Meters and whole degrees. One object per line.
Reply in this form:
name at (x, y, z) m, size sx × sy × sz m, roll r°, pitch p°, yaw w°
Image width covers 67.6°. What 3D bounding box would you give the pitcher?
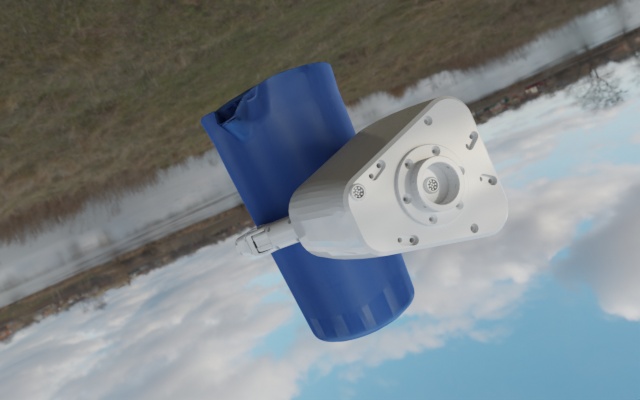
pitcher at (0.000, 0.002, 0.467) m, size 0.149 × 0.243 × 0.145 m, roll -26°, pitch 4°, yaw -20°
